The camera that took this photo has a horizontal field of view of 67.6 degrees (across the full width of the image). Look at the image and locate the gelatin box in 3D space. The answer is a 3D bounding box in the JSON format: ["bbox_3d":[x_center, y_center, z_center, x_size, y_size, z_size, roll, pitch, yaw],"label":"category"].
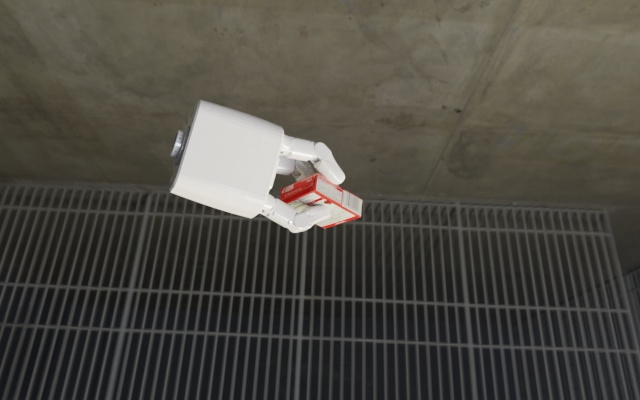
[{"bbox_3d":[0.000,0.003,0.642,0.089,0.030,0.073,29,-33,-33],"label":"gelatin box"}]
